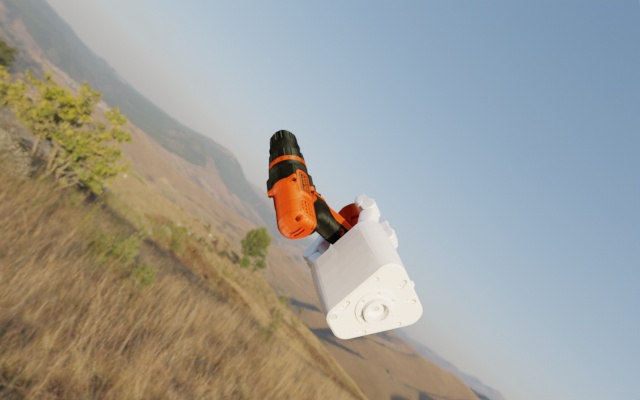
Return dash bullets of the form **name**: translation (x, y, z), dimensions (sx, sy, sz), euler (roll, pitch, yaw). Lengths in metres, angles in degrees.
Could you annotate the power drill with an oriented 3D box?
- **power drill**: translation (0.000, 0.003, 0.673), dimensions (0.057, 0.184, 0.188), euler (-34, -47, 25)
